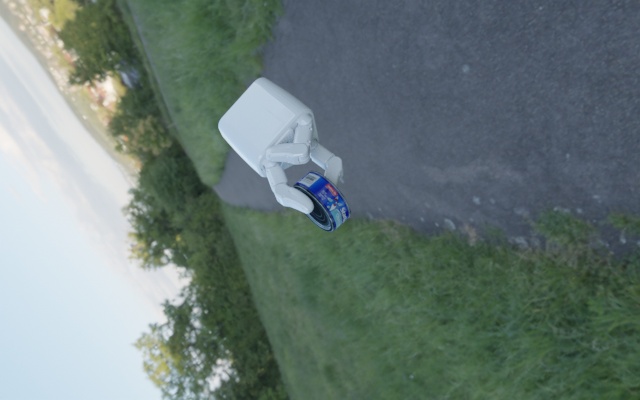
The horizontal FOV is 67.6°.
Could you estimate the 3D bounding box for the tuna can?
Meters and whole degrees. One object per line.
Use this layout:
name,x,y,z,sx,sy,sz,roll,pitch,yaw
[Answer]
tuna can,0.000,0.003,0.664,0.033,0.086,0.086,-41,16,-19
